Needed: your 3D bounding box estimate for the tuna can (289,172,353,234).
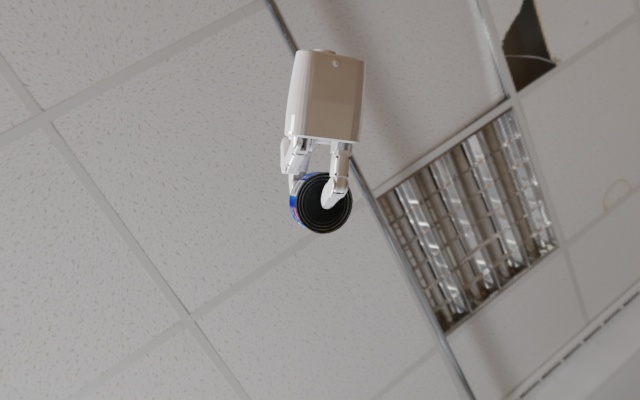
[{"bbox_3d":[0.000,0.002,0.674,0.086,0.086,0.033,0,6,-23],"label":"tuna can"}]
